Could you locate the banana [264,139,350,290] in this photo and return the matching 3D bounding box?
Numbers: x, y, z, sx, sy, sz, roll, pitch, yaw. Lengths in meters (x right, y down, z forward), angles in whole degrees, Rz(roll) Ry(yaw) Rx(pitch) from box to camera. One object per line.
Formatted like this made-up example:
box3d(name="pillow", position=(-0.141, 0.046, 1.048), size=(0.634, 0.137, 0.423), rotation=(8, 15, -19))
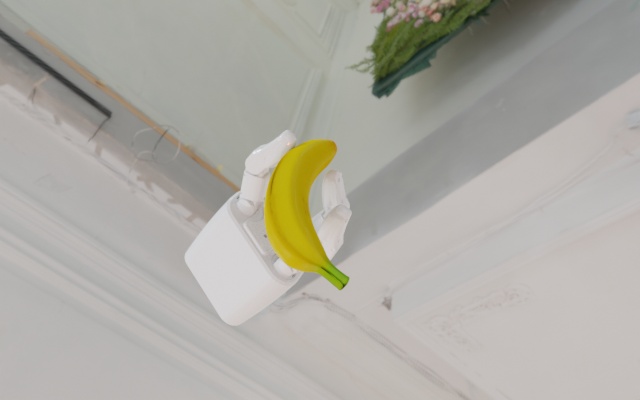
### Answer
box3d(name="banana", position=(-0.015, -0.004, 0.424), size=(0.070, 0.197, 0.037), rotation=(27, -55, -22))
